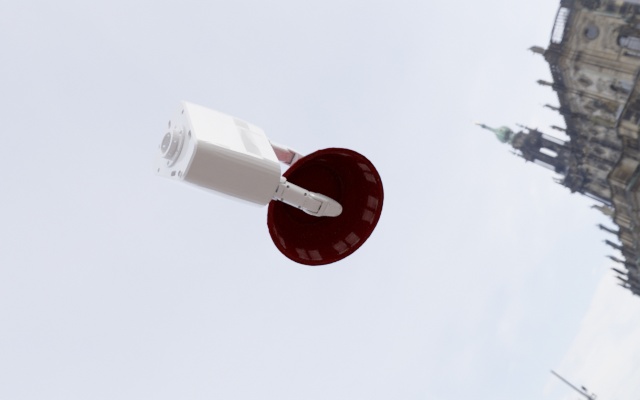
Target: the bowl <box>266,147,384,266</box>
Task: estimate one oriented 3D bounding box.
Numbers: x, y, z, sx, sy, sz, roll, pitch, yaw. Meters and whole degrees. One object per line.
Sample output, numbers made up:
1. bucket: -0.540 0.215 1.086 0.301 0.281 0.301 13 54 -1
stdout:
1. bowl: 0.001 0.003 0.622 0.162 0.162 0.055 0 21 -25
